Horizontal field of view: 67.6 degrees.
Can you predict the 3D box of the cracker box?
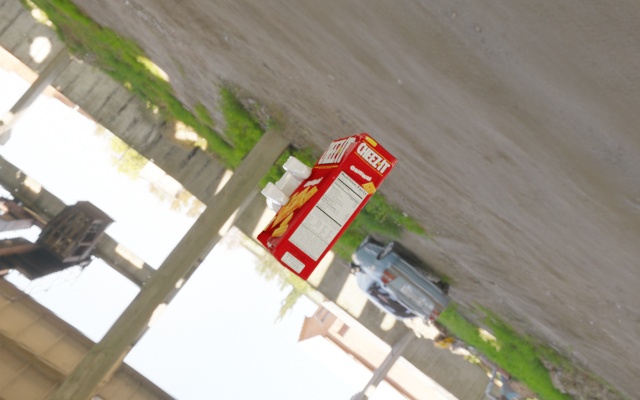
[{"bbox_3d":[0.000,0.003,0.720,0.072,0.213,0.164,39,-6,-13],"label":"cracker box"}]
